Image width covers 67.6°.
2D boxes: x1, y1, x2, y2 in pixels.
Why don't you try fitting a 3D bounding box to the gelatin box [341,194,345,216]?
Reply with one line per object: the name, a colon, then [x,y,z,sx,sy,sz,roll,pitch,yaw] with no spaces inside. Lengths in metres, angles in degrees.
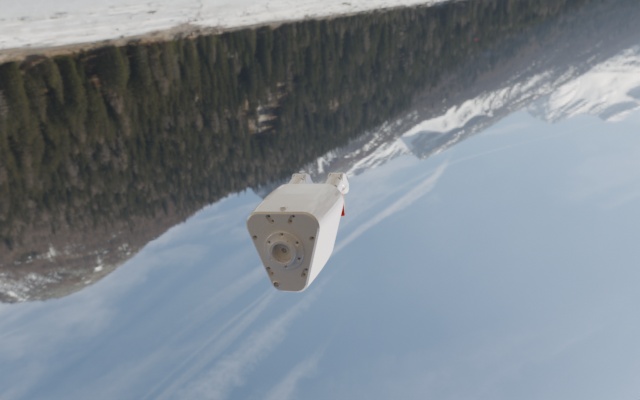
gelatin box: [0.000,0.003,0.732,0.073,0.030,0.089,-4,13,4]
